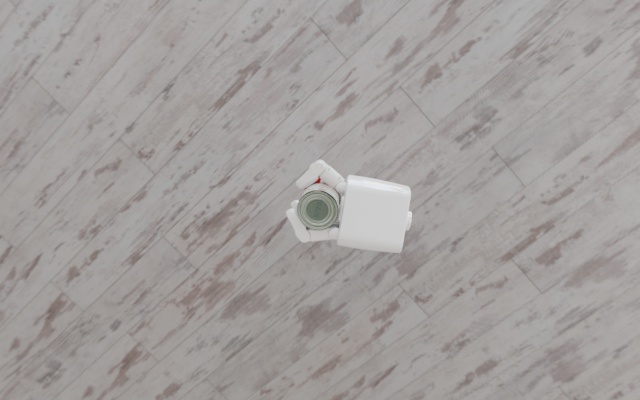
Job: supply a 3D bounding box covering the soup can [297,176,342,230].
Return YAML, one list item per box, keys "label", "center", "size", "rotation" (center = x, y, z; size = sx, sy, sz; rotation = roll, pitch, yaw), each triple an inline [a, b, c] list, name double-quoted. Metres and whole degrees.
- label: "soup can"
  center: [0.000, 0.002, 0.796]
  size: [0.068, 0.068, 0.102]
  rotation: [0, 16, 6]
